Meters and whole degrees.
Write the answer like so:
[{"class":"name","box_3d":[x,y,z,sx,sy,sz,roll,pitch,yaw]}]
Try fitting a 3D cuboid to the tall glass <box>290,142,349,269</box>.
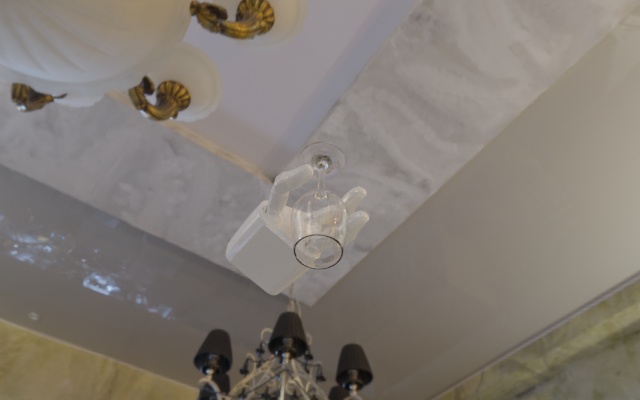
[{"class":"tall glass","box_3d":[0.000,0.002,0.667,0.079,0.079,0.200,0,38,2]}]
